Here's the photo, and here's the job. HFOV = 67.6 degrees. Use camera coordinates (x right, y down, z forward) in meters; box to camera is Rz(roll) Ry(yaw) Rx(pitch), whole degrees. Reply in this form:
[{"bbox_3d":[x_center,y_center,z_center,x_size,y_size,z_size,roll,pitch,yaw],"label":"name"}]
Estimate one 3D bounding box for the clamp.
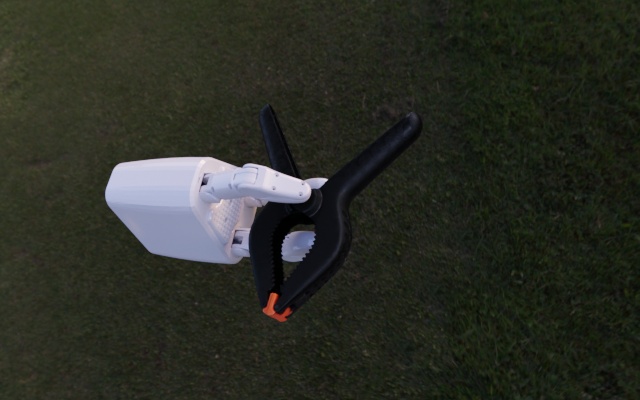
[{"bbox_3d":[-0.001,0.002,0.420,0.164,0.210,0.036,1,-24,23],"label":"clamp"}]
